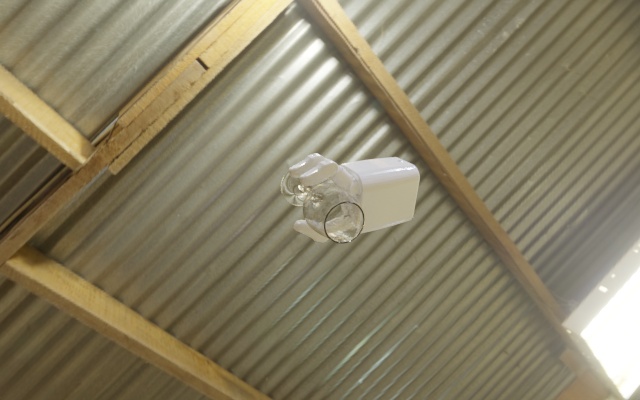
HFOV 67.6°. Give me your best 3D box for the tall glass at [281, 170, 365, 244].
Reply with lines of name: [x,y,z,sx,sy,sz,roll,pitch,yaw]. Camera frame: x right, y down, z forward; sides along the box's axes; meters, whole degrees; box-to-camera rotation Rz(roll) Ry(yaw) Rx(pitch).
tall glass: [0.000,0.002,0.751,0.079,0.079,0.201,0,17,-21]
